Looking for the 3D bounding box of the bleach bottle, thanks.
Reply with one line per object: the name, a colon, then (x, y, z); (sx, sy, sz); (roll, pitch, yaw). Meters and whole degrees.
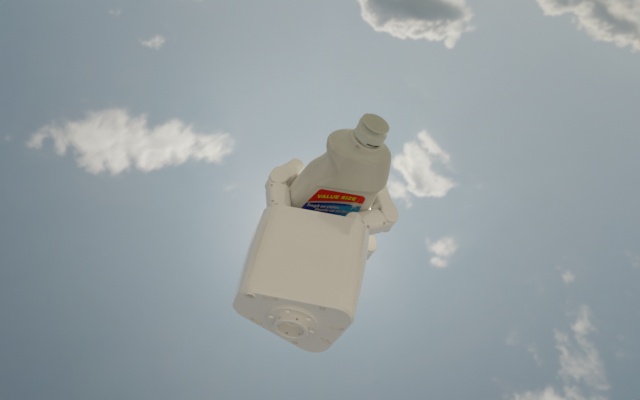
bleach bottle: (0.000, 0.002, 0.540); (0.102, 0.068, 0.251); (21, -46, -9)
